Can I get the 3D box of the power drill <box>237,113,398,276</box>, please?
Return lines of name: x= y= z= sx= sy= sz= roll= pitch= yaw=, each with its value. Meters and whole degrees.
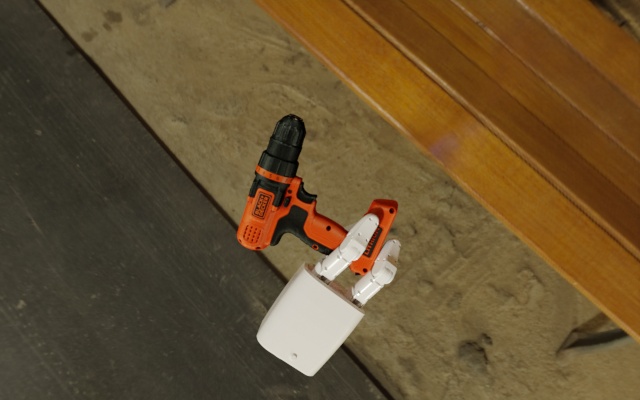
power drill: x=0.000 y=0.002 z=0.616 sx=0.187 sy=0.184 sz=0.057 roll=22 pitch=15 yaw=4
